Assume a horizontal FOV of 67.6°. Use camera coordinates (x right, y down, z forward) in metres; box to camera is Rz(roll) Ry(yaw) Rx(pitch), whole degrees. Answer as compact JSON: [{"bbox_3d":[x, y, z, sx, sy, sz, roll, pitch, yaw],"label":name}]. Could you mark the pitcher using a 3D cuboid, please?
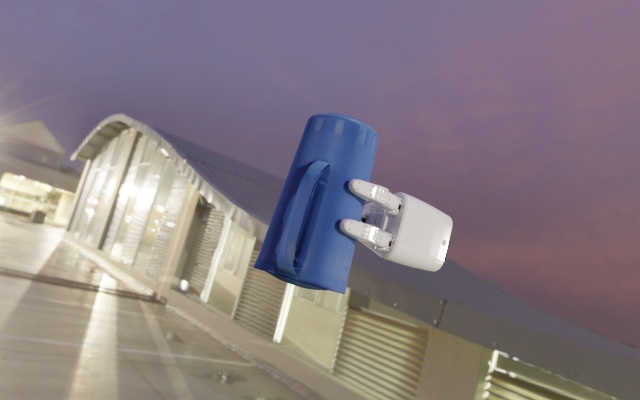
[{"bbox_3d":[0.000,0.002,0.672,0.145,0.243,0.149,21,-10,-29],"label":"pitcher"}]
